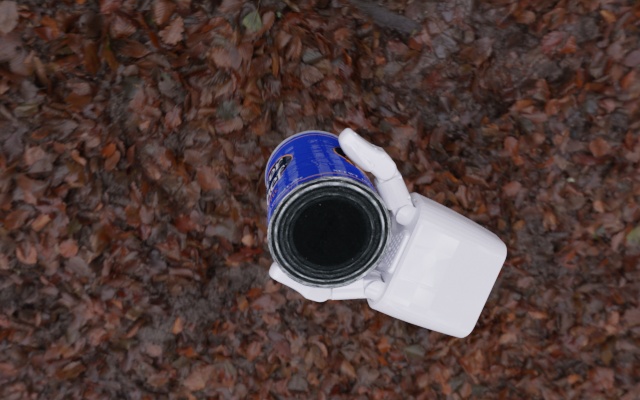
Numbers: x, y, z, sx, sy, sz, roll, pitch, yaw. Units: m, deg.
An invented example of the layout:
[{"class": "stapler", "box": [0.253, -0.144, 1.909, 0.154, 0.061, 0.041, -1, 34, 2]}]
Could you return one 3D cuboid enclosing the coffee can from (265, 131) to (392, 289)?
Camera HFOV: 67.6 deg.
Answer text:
[{"class": "coffee can", "box": [0.000, 0.001, 0.450, 0.103, 0.103, 0.140, 0, 23, -7]}]
